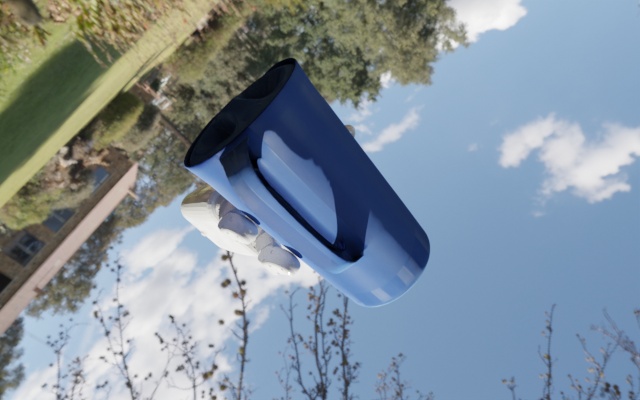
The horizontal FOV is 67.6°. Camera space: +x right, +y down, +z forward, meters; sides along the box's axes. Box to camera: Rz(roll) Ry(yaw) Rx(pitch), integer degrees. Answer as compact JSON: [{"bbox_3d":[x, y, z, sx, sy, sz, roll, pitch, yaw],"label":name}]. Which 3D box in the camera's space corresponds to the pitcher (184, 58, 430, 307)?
[{"bbox_3d":[0.000,0.001,0.456,0.243,0.149,0.145,46,-27,-25],"label":"pitcher"}]
